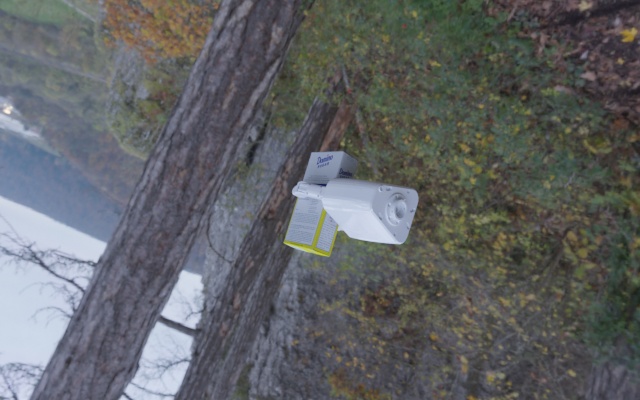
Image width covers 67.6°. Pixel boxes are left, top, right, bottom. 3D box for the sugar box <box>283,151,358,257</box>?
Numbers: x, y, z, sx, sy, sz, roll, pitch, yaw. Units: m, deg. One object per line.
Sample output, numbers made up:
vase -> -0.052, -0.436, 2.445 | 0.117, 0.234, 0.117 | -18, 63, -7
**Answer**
sugar box -> 0.001, 0.003, 0.832 | 0.048, 0.176, 0.093 | 28, -13, -37
